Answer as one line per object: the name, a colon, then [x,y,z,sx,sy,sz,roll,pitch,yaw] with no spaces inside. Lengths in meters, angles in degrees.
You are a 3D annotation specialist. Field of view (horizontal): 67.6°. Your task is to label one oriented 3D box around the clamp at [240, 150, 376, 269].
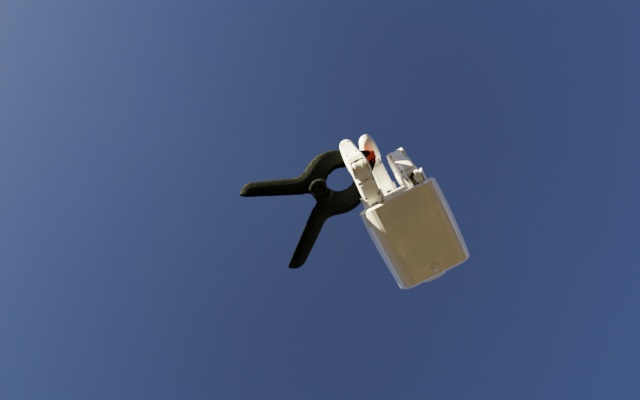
clamp: [0.000,0.002,0.586,0.171,0.120,0.039,-26,0,1]
